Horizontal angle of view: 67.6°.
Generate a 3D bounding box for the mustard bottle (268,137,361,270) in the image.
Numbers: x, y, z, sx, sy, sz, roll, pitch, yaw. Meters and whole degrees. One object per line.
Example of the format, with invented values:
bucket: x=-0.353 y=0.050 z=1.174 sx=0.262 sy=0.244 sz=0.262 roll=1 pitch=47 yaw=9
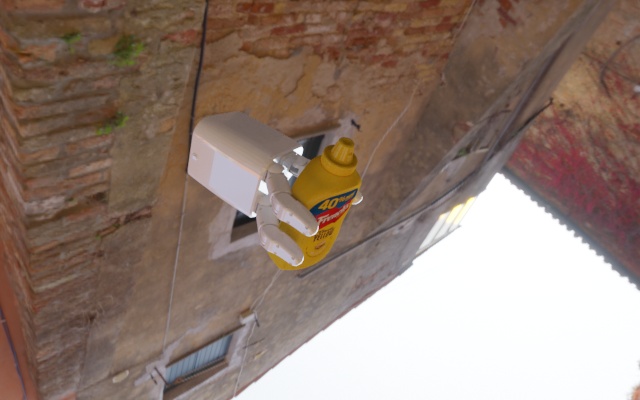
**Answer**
mustard bottle: x=0.000 y=0.002 z=0.581 sx=0.096 sy=0.192 sz=0.058 roll=-18 pitch=55 yaw=-37
